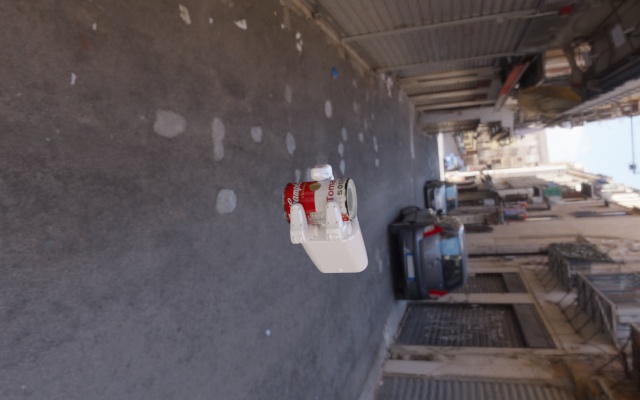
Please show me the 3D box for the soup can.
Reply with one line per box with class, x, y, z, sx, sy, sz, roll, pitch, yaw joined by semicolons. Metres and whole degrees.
soup can;0.000;0.002;0.742;0.102;0.068;0.068;-4;-1;17
